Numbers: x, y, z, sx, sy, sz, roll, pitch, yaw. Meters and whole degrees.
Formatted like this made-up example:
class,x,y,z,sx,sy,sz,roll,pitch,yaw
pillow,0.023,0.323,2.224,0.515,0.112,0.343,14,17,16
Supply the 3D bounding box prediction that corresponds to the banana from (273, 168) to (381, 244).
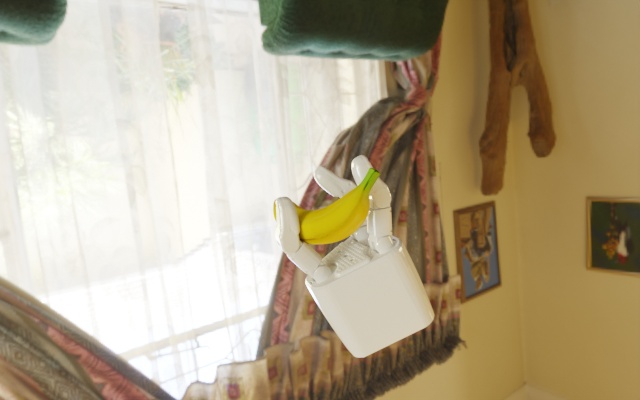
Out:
class,x,y,z,sx,sy,sz,roll,pitch,yaw
banana,-0.005,0.017,0.528,0.037,0.069,0.198,36,-27,-26
